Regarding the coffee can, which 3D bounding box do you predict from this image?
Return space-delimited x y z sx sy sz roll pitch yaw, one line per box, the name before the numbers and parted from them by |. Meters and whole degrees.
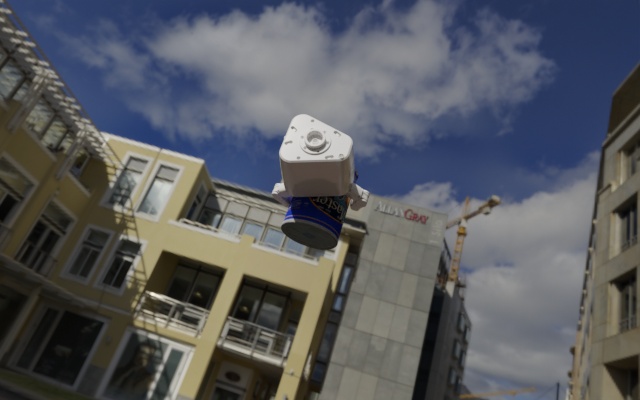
coffee can | 0.000 0.003 0.852 0.103 0.140 0.103 15 -26 8
